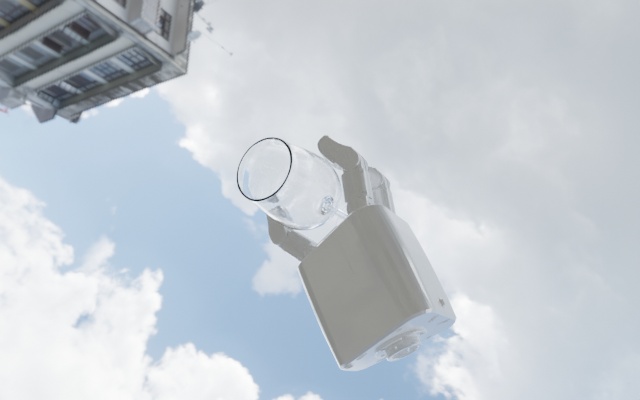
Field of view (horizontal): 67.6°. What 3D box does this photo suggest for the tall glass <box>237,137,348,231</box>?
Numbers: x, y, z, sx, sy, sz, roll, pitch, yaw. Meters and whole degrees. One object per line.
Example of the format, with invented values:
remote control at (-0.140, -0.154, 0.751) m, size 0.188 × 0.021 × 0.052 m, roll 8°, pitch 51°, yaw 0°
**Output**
tall glass at (0.000, 0.002, 0.505) m, size 0.079 × 0.079 × 0.201 m, roll 0°, pitch -18°, yaw 33°
